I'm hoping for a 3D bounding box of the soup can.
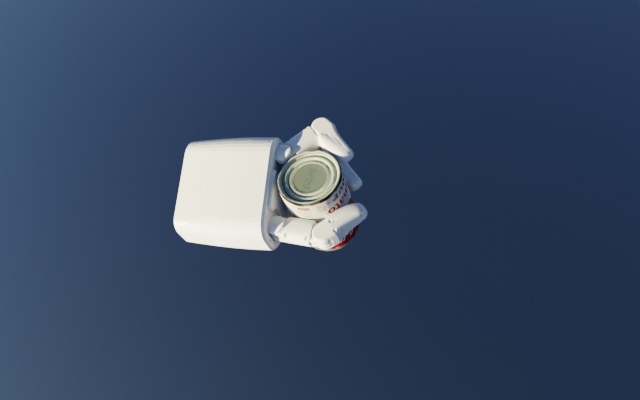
[{"bbox_3d":[0.000,0.002,0.512,0.068,0.068,0.102,0,-31,16],"label":"soup can"}]
